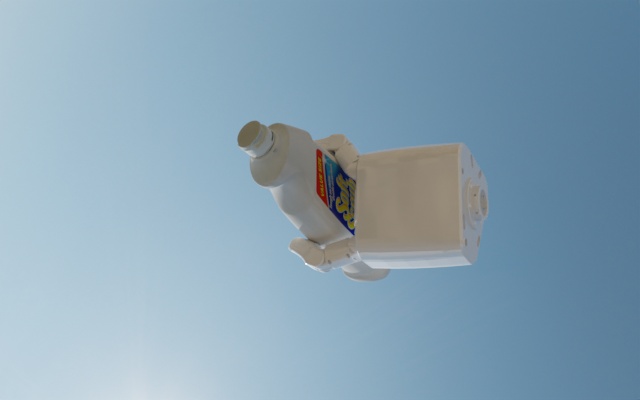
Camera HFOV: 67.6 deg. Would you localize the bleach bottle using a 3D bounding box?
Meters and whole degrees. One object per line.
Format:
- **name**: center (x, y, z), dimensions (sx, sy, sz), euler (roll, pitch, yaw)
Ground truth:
- **bleach bottle**: center (0.000, 0.002, 0.521), dimensions (0.068, 0.102, 0.251), euler (-7, -30, 33)
